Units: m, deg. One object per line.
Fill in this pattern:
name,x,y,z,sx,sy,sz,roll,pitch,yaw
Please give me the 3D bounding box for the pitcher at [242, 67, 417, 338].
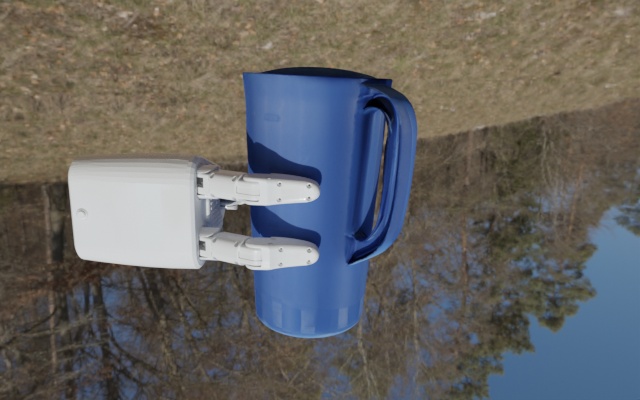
pitcher,0.000,0.001,0.446,0.145,0.243,0.149,2,15,0
